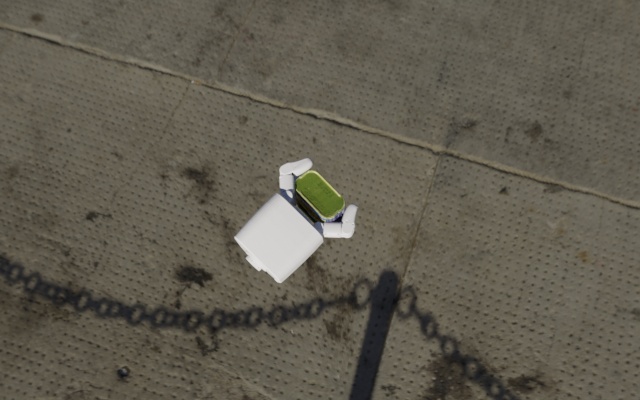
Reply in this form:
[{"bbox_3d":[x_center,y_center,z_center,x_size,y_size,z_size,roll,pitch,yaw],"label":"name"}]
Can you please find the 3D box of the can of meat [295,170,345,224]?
[{"bbox_3d":[0.000,0.003,0.854,0.057,0.102,0.084,-41,-18,-12],"label":"can of meat"}]
